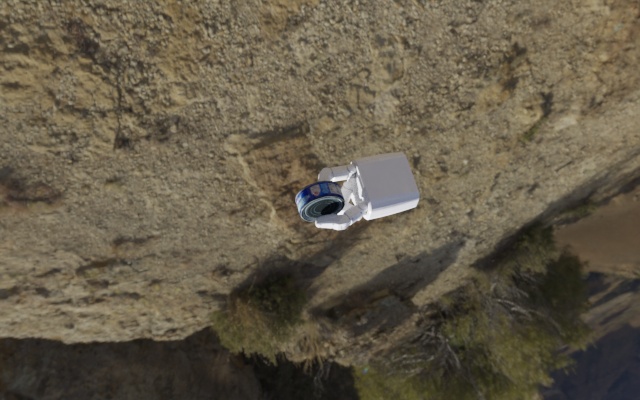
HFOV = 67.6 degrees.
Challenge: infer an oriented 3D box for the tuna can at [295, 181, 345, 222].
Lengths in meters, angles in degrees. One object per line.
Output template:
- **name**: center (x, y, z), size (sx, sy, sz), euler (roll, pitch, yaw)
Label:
- **tuna can**: center (0.000, 0.003, 0.859), size (0.086, 0.033, 0.086), euler (-13, -31, -8)
